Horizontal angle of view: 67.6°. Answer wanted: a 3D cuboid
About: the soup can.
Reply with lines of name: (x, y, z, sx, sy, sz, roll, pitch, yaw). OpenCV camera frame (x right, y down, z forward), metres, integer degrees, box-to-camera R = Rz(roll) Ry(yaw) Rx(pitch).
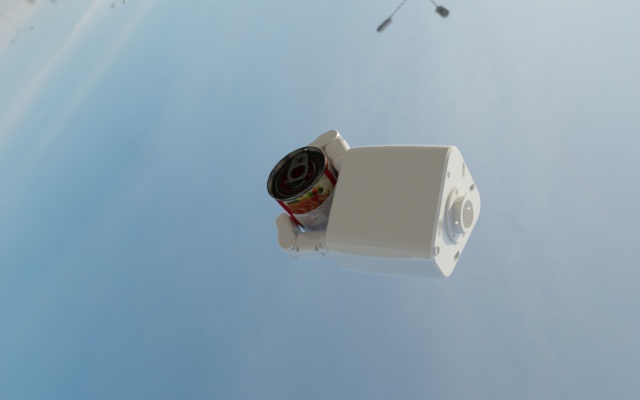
soup can: (0.000, 0.002, 0.501, 0.068, 0.068, 0.102, 0, -36, 37)
